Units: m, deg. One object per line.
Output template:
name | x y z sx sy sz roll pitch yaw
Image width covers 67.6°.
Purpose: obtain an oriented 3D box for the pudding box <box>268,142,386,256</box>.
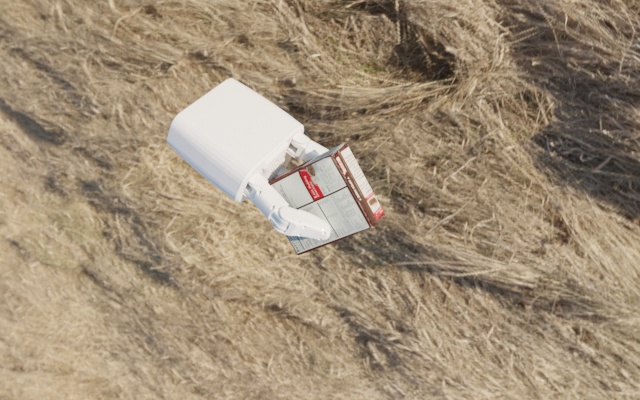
pudding box | 0.000 0.002 0.519 0.113 0.090 0.039 -23 11 38
